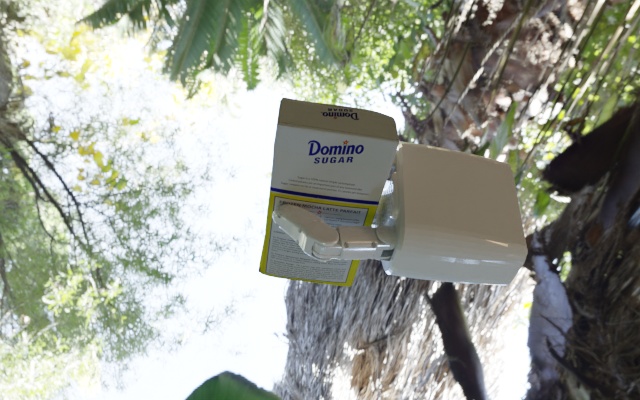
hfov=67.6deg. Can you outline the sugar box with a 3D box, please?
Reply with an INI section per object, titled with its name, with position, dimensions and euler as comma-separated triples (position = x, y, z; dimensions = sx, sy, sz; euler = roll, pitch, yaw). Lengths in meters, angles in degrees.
[sugar box]
position = 0.000, 0.001, 0.415
dimensions = 0.093, 0.176, 0.048
euler = 8, 40, -6
